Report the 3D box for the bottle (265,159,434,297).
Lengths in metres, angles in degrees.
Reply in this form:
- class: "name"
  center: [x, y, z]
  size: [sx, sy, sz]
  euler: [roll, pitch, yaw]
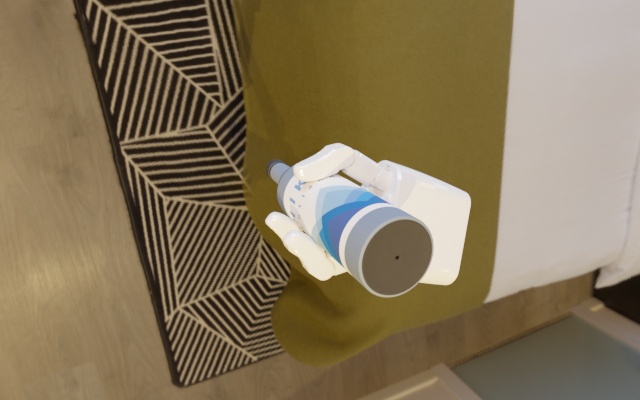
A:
- class: "bottle"
  center: [0.000, 0.002, 0.488]
  size: [0.069, 0.069, 0.295]
  euler: [0, 16, -24]
